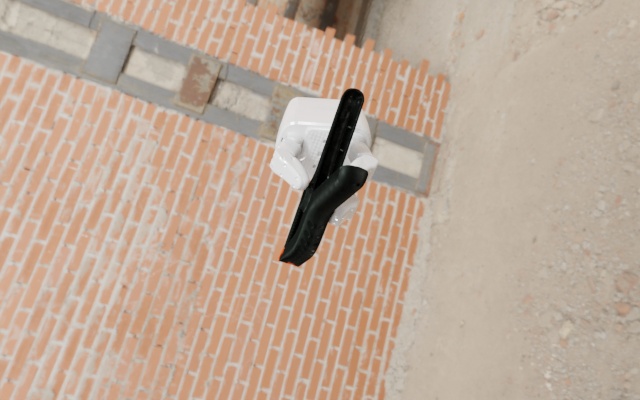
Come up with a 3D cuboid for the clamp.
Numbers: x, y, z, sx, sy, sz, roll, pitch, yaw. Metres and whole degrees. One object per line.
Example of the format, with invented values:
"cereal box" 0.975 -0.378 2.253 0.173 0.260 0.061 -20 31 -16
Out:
"clamp" -0.001 0.002 0.502 0.036 0.210 0.164 19 29 -10
